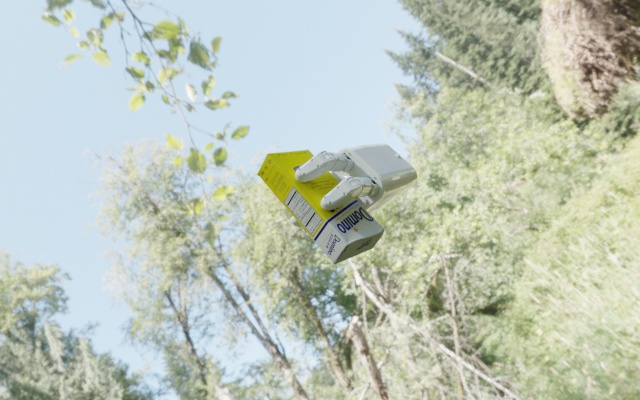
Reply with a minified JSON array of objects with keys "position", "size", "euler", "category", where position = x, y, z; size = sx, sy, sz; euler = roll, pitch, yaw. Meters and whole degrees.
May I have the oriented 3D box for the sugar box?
[{"position":[0.000,0.002,0.664],"size":[0.176,0.048,0.093],"euler":[45,34,23],"category":"sugar box"}]
